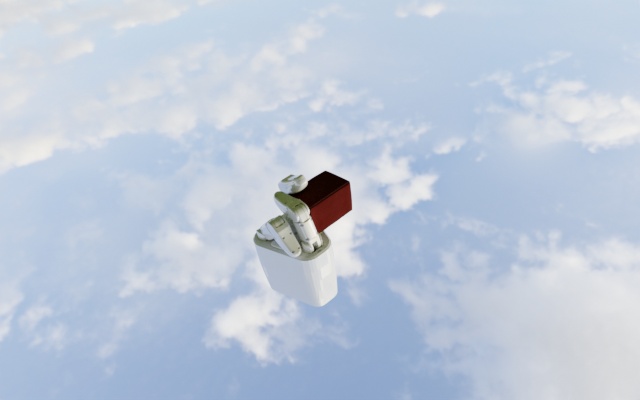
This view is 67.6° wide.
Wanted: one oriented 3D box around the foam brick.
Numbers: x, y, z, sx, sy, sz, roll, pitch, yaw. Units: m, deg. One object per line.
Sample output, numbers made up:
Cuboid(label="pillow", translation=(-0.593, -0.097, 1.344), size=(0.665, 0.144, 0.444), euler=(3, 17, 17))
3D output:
Cuboid(label="foam brick", translation=(0.000, 0.002, 0.683), size=(0.078, 0.051, 0.053), euler=(-34, 42, -27))
